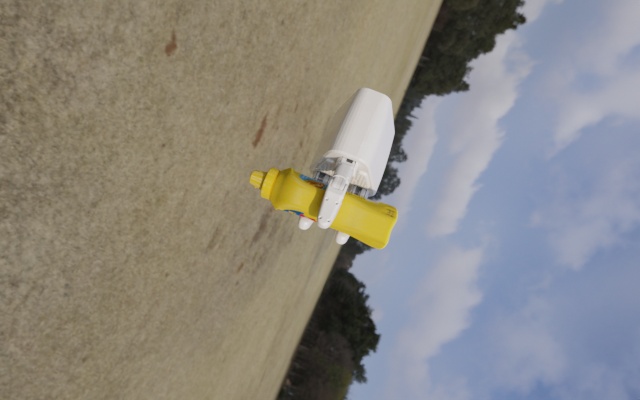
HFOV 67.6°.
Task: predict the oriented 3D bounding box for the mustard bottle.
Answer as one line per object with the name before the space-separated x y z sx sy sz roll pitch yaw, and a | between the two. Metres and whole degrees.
mustard bottle | 0.000 0.002 0.614 0.191 0.058 0.096 21 5 3
